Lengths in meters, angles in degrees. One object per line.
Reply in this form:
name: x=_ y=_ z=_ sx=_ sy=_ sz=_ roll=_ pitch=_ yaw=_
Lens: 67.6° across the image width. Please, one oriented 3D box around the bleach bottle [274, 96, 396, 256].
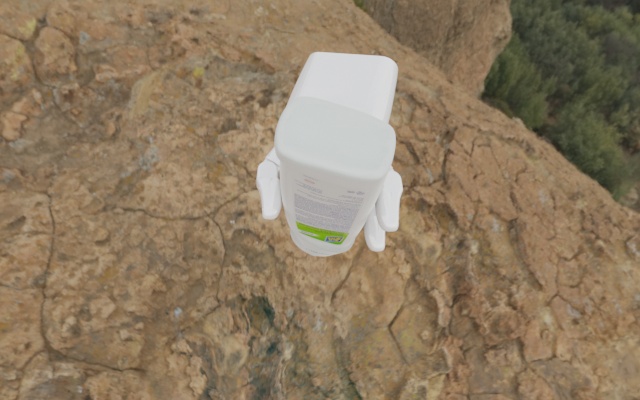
bleach bottle: x=0.000 y=0.002 z=0.497 sx=0.102 sy=0.068 sz=0.251 roll=17 pitch=-26 yaw=1
